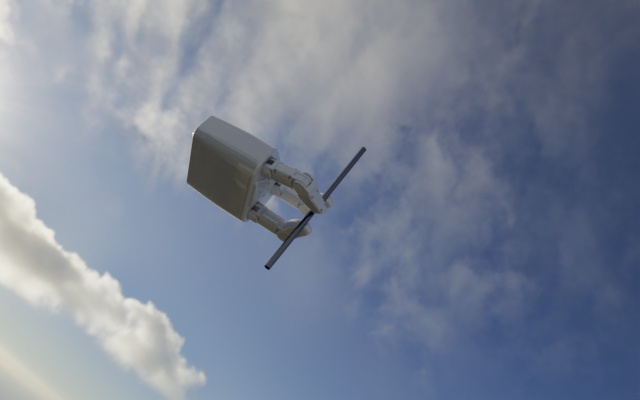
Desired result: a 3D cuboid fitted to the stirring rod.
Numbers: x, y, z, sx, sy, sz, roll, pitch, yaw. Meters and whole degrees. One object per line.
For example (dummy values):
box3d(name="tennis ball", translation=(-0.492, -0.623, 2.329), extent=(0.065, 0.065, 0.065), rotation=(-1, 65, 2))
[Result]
box3d(name="stirring rod", translation=(0.000, 0.002, 0.632), extent=(0.011, 0.011, 0.239), rotation=(0, 40, 44))
